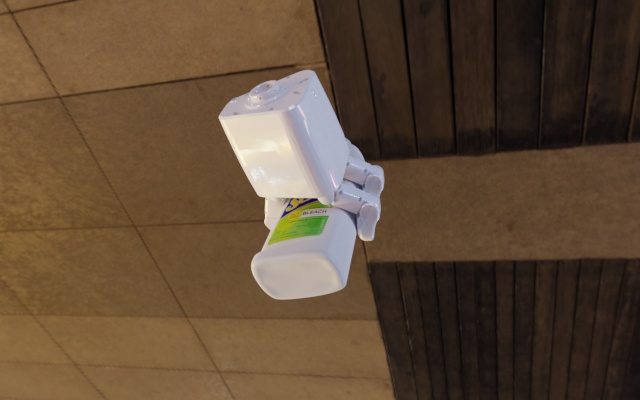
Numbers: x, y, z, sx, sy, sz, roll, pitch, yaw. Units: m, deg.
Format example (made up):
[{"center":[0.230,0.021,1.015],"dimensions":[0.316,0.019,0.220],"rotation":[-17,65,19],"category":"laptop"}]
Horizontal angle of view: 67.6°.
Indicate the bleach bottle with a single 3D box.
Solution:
[{"center":[0.000,0.002,0.587],"dimensions":[0.102,0.068,0.250],"rotation":[-11,35,21],"category":"bleach bottle"}]
